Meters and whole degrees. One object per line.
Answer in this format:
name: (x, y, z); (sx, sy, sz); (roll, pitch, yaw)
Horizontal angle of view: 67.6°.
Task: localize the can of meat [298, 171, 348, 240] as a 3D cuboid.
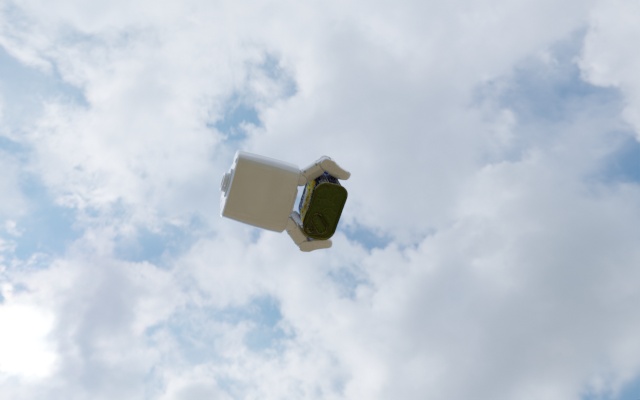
can of meat: (0.000, 0.002, 0.816); (0.057, 0.102, 0.084); (12, 21, -16)
